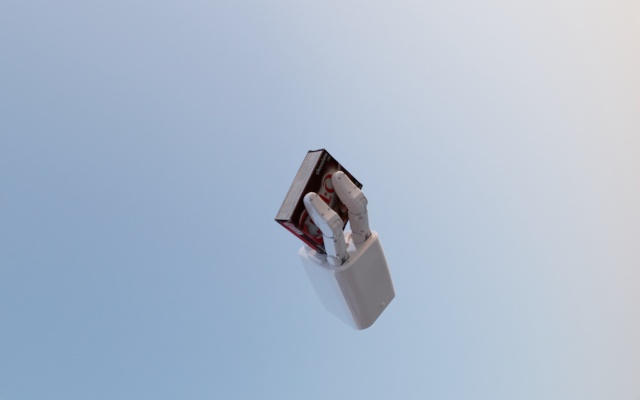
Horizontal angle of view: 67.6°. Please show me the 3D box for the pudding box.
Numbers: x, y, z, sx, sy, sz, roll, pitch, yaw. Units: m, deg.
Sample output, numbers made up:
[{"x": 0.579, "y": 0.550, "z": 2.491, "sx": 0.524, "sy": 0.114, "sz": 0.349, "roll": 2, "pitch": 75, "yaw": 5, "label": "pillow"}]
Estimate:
[{"x": 0.000, "y": 0.002, "z": 0.634, "sx": 0.039, "sy": 0.113, "sz": 0.090, "roll": -1, "pitch": -32, "yaw": 45, "label": "pudding box"}]
